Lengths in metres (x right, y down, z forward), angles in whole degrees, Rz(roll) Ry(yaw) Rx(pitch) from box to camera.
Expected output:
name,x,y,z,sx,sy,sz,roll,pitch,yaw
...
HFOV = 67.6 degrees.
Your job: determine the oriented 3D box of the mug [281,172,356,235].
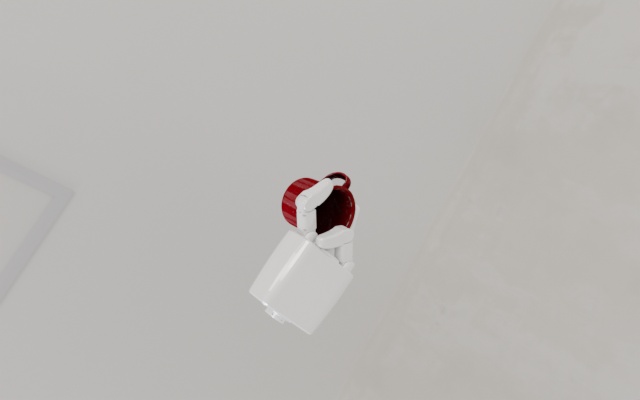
name,x,y,z,sx,sy,sz,roll,pitch,yaw
mug,0.001,0.001,0.740,0.081,0.117,0.093,23,-17,47
